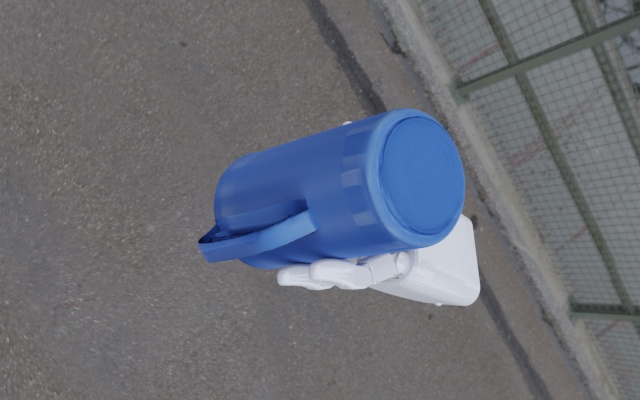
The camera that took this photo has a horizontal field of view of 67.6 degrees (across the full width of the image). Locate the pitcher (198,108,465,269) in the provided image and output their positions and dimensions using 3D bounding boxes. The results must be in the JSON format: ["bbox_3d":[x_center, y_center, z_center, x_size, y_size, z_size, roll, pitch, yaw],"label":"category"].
[{"bbox_3d":[0.000,0.001,0.445,0.145,0.149,0.243,25,-21,-31],"label":"pitcher"}]
